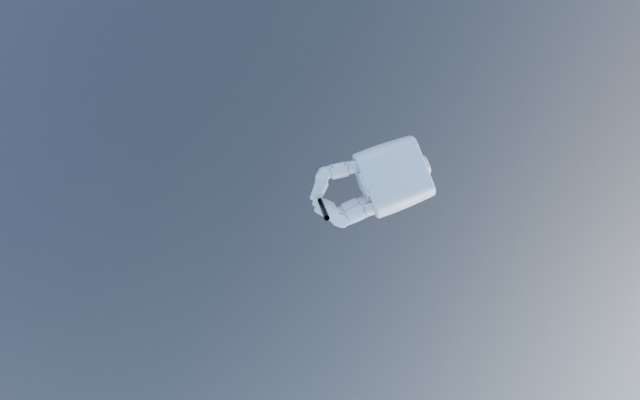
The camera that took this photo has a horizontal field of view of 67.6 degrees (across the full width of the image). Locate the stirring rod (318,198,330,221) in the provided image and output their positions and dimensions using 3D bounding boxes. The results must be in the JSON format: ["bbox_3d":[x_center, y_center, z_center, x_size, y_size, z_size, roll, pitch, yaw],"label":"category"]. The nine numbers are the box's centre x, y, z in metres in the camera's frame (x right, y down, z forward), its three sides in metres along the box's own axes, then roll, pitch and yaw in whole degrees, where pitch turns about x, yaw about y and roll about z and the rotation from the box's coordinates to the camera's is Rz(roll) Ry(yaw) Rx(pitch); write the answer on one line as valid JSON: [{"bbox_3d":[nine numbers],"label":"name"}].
[{"bbox_3d":[0.000,0.002,0.784,0.011,0.011,0.239,0,11,-4],"label":"stirring rod"}]
